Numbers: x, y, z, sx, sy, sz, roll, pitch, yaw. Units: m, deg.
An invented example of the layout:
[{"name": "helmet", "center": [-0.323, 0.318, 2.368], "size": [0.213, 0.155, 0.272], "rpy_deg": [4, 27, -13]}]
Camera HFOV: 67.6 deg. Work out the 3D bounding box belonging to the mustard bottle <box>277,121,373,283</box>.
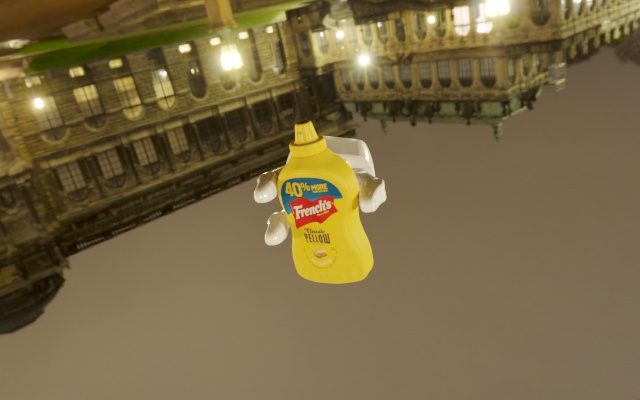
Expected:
[{"name": "mustard bottle", "center": [0.000, 0.002, 0.557], "size": [0.096, 0.192, 0.058], "rpy_deg": [0, 24, 29]}]
